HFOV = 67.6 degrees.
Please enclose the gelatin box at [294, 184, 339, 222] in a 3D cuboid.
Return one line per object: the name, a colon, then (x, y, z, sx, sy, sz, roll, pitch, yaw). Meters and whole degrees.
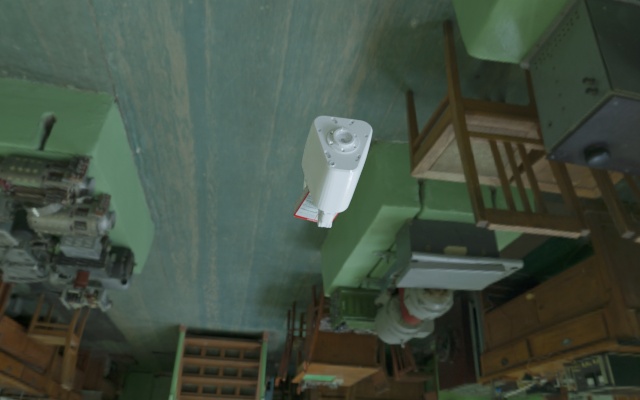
gelatin box: (0.000, 0.003, 0.860, 0.073, 0.030, 0.089, 14, -40, -17)
